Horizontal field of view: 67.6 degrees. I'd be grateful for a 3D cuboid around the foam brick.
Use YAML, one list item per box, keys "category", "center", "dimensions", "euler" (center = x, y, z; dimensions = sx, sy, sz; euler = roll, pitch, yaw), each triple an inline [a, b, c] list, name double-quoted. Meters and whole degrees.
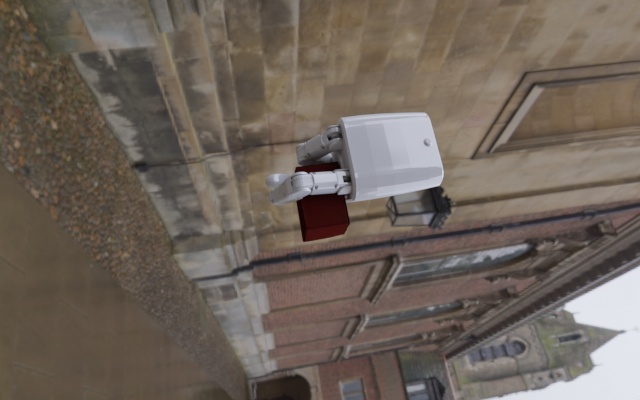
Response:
- category: "foam brick"
  center: [0.000, 0.002, 0.556]
  dimensions: [0.051, 0.078, 0.053]
  euler: [-7, -18, -9]
